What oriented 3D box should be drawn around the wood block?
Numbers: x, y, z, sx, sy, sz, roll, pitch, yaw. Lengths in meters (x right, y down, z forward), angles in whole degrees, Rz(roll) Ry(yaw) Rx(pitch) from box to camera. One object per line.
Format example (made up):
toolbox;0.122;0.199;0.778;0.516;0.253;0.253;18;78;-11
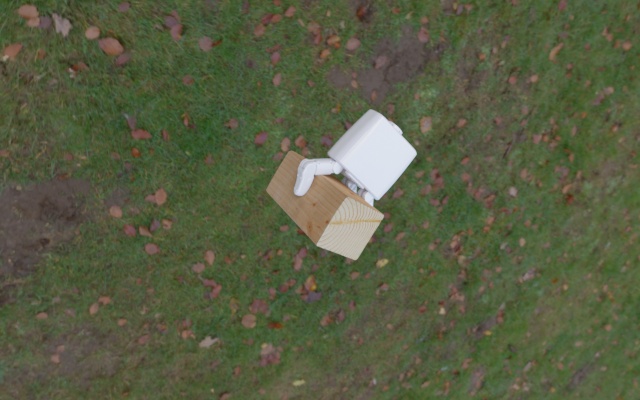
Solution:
wood block;0.000;0.002;0.815;0.091;0.090;0.206;25;10;-37
